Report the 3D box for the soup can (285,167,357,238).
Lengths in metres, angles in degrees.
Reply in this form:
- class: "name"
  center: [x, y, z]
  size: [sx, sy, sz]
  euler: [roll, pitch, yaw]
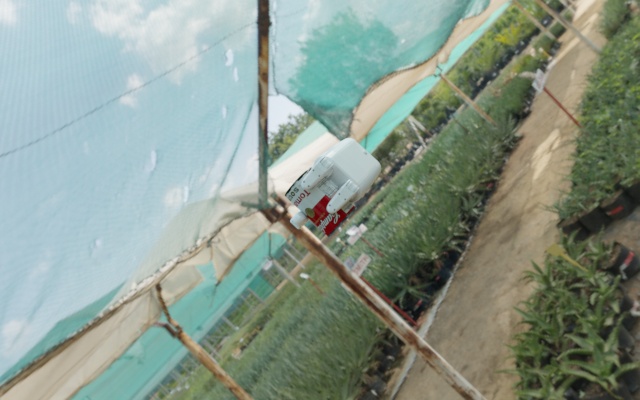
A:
- class: "soup can"
  center: [0.000, 0.003, 0.785]
  size: [0.102, 0.068, 0.068]
  euler: [43, 2, 3]
